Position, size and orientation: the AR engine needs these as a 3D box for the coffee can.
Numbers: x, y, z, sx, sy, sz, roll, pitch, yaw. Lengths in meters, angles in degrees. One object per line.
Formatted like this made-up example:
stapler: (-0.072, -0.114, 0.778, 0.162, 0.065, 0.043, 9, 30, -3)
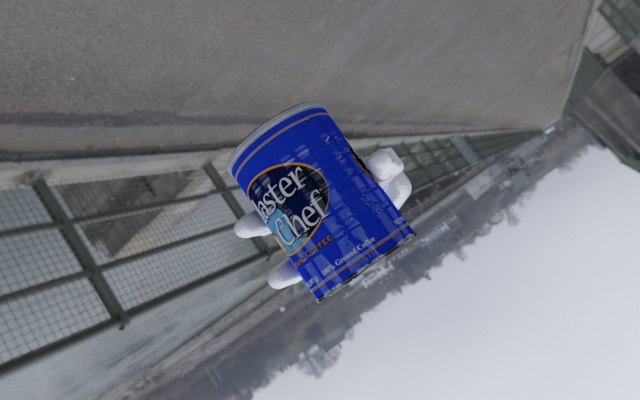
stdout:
coffee can: (0.000, 0.001, 0.413, 0.103, 0.140, 0.103, -34, -9, -6)
